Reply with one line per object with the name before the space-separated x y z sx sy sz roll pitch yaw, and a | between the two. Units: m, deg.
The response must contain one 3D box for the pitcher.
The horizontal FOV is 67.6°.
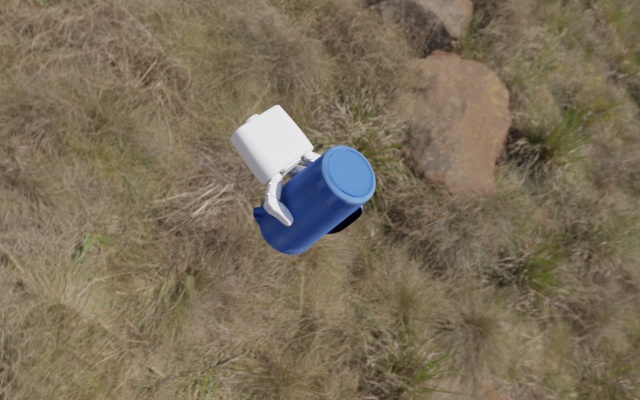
pitcher | 0.000 0.003 0.883 0.149 0.145 0.243 -37 -1 -40
